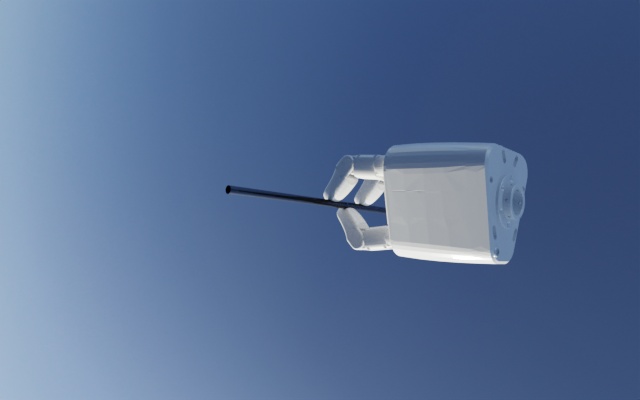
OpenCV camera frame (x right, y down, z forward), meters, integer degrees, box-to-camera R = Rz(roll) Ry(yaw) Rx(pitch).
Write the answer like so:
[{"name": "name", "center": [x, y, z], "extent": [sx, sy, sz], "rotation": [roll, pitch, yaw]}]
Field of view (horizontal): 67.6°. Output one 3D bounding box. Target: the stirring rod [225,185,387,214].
[{"name": "stirring rod", "center": [0.000, 0.002, 0.513], "extent": [0.011, 0.011, 0.239], "rotation": [0, -6, 44]}]
